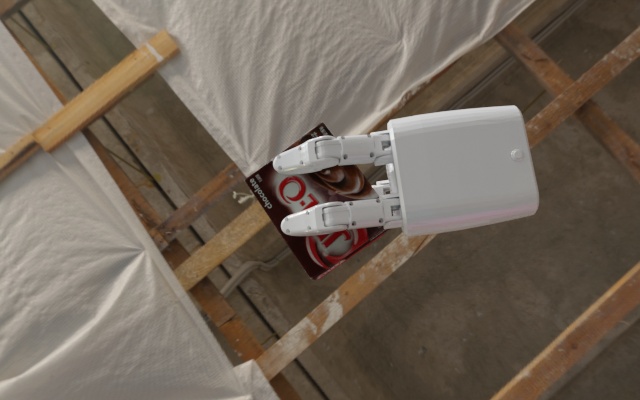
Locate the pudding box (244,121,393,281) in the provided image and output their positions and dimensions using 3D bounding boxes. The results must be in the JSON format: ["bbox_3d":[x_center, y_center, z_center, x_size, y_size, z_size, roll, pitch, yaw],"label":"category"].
[{"bbox_3d":[0.000,0.001,0.432,0.090,0.113,0.039,-36,-13,3],"label":"pudding box"}]
